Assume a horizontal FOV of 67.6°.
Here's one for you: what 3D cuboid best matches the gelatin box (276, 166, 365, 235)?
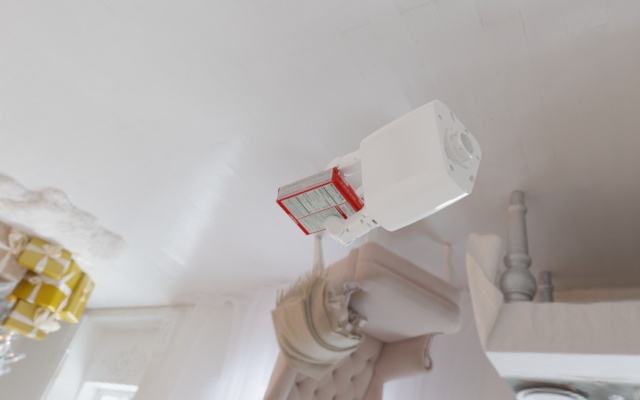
[{"bbox_3d":[0.000,0.002,0.610,0.089,0.030,0.073,-20,-50,26],"label":"gelatin box"}]
